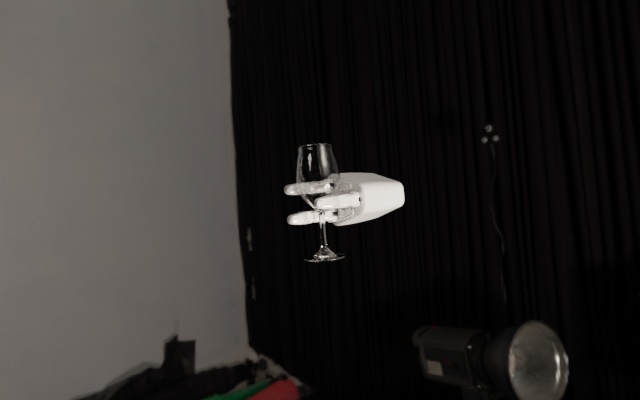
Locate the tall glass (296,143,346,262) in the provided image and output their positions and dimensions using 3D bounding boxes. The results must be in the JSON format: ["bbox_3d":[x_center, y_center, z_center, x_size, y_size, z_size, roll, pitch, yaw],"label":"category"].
[{"bbox_3d":[0.000,0.003,0.844,0.079,0.201,0.079,-5,2,0],"label":"tall glass"}]
